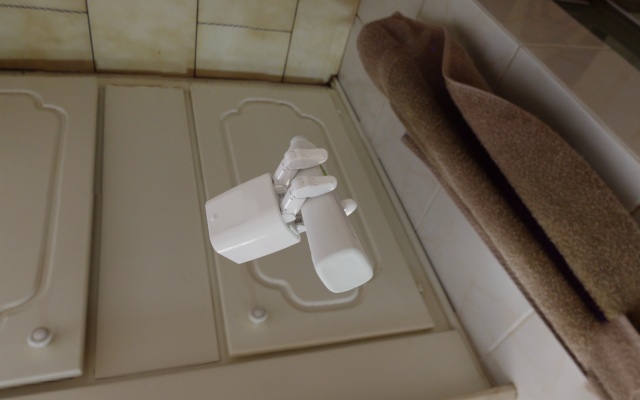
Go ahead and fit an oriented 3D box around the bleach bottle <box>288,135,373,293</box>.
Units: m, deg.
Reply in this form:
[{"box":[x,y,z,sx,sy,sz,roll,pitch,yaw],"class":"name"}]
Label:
[{"box":[0.000,0.002,0.699,0.068,0.250,0.103,-24,-39,5],"class":"bleach bottle"}]
